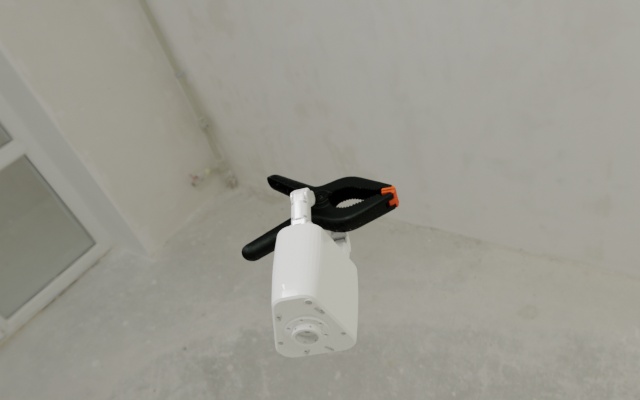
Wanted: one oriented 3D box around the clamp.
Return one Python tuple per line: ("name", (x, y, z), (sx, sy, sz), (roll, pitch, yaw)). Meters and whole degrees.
("clamp", (0.000, 0.002, 0.657), (0.210, 0.036, 0.164), (-13, 39, 12))
